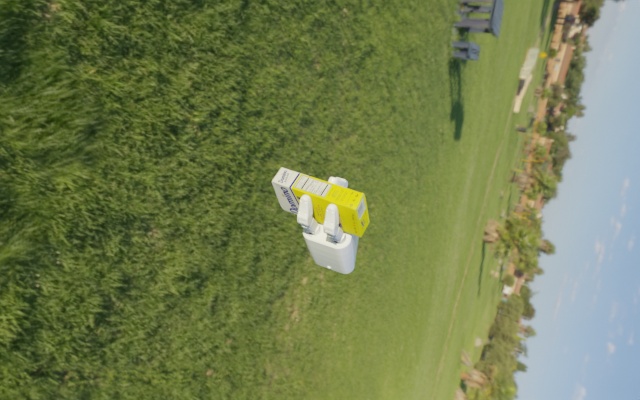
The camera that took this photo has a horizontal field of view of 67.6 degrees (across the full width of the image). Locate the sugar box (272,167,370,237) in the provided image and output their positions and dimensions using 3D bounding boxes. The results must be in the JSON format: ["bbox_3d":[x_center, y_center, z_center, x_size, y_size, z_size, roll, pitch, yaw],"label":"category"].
[{"bbox_3d":[0.000,0.003,0.888,0.176,0.048,0.093,16,-32,23],"label":"sugar box"}]
